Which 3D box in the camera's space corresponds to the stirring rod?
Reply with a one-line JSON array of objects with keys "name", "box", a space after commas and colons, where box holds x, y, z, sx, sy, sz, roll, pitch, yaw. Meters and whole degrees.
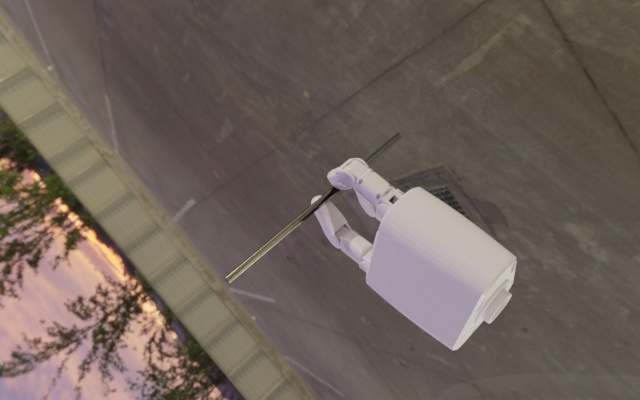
[{"name": "stirring rod", "box": [0.000, 0.002, 0.483, 0.239, 0.011, 0.011, -40, 16, -20]}]
